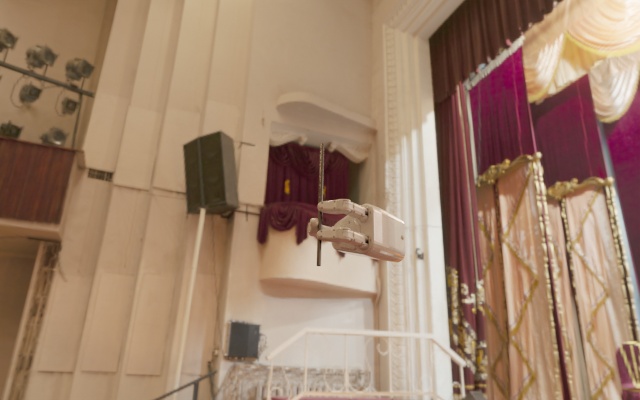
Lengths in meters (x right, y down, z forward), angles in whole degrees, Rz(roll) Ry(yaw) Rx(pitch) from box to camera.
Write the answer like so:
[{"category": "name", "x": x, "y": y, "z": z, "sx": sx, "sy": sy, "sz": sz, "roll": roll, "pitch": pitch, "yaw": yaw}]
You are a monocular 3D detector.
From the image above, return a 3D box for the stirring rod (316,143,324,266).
[{"category": "stirring rod", "x": 0.000, "y": 0.003, "z": 0.883, "sx": 0.011, "sy": 0.239, "sz": 0.011, "roll": 1, "pitch": -21, "yaw": 1}]
